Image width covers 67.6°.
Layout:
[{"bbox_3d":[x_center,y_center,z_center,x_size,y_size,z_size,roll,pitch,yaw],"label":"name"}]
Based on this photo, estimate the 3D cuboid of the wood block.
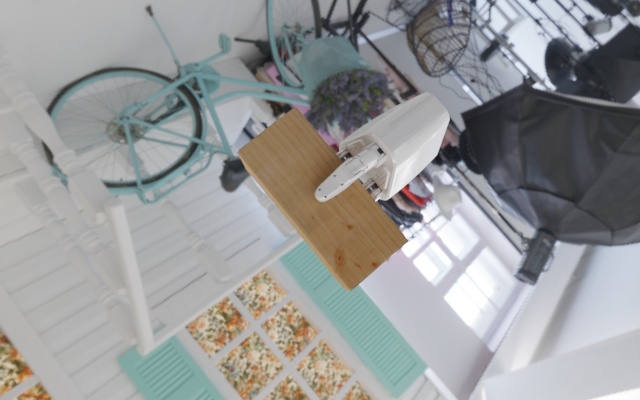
[{"bbox_3d":[0.001,0.002,0.587,0.090,0.206,0.091,-39,-6,-9],"label":"wood block"}]
